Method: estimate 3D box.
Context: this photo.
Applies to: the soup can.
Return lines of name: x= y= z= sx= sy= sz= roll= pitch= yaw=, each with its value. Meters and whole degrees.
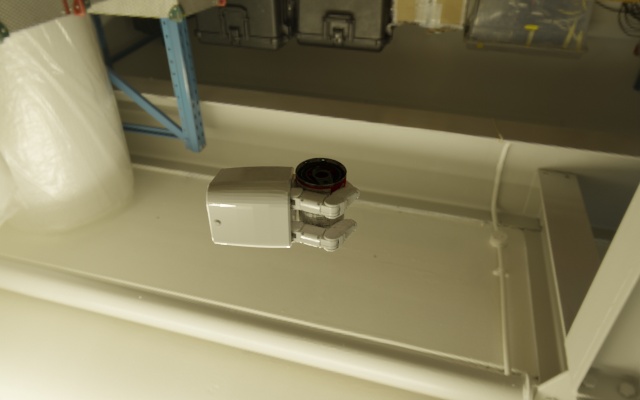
soup can: x=0.001 y=0.002 z=0.655 sx=0.068 sy=0.102 sz=0.068 roll=1 pitch=36 yaw=0
